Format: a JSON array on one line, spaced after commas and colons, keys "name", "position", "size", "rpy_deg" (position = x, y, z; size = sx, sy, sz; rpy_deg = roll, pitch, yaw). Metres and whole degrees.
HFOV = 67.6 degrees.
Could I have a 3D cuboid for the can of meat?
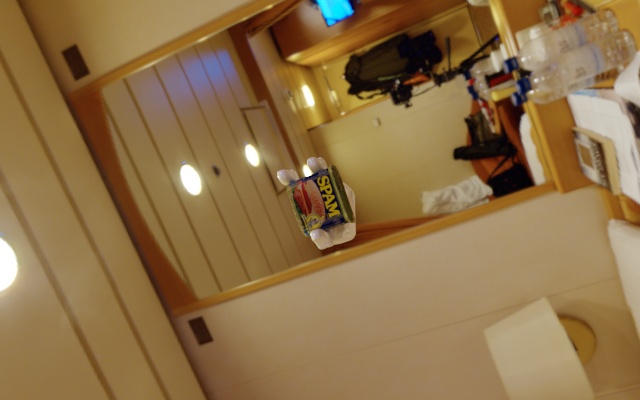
[{"name": "can of meat", "position": [0.000, 0.003, 0.799], "size": [0.084, 0.102, 0.057], "rpy_deg": [-20, -8, 14]}]
